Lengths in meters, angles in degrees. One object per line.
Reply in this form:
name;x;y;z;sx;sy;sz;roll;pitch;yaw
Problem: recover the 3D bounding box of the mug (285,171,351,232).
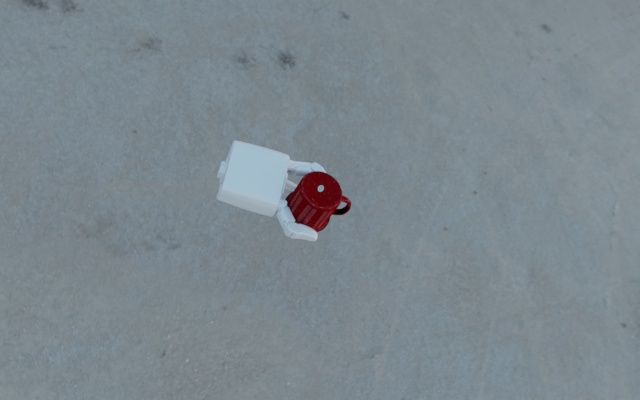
mug;0.002;0.003;0.869;0.117;0.093;0.081;13;-34;-16
